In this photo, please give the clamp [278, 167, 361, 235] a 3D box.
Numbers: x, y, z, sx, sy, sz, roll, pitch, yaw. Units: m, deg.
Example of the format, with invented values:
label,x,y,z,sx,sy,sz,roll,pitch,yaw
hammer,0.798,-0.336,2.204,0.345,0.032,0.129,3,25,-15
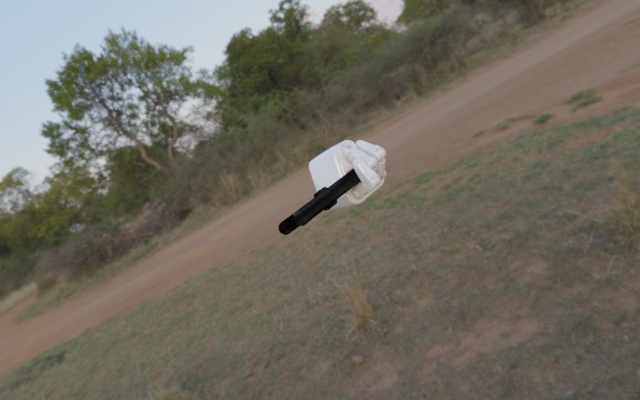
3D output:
label,x,y,z,sx,sy,sz,roll,pitch,yaw
clamp,0.000,0.002,0.815,0.171,0.039,0.120,-35,6,-30
